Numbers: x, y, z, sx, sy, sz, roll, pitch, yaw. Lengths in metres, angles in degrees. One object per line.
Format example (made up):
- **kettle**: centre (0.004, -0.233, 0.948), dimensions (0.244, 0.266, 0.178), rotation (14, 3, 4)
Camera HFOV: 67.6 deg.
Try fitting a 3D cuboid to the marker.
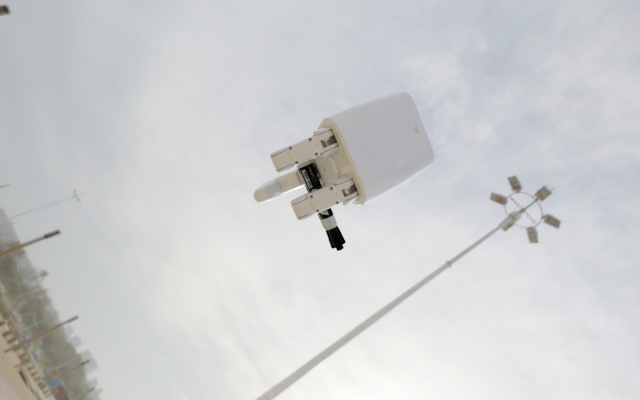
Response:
- **marker**: centre (0.000, 0.002, 0.543), dimensions (0.020, 0.121, 0.020), rotation (-23, 8, 3)
